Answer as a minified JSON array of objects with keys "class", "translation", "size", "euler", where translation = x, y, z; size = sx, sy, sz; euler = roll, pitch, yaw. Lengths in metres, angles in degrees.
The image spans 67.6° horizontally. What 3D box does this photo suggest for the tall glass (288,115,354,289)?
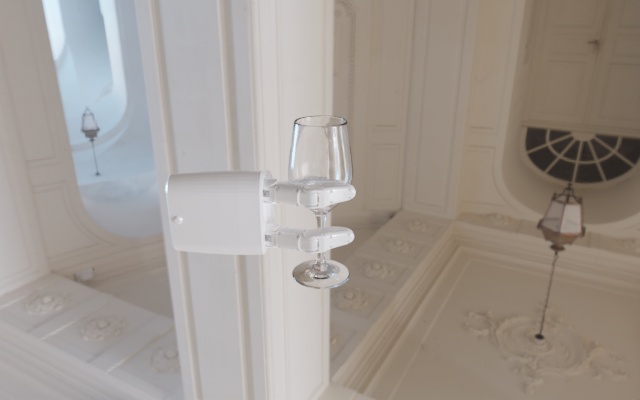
[{"class":"tall glass","translation":[0.000,0.003,0.581],"size":[0.079,0.201,0.079],"euler":[0,21,0]}]
